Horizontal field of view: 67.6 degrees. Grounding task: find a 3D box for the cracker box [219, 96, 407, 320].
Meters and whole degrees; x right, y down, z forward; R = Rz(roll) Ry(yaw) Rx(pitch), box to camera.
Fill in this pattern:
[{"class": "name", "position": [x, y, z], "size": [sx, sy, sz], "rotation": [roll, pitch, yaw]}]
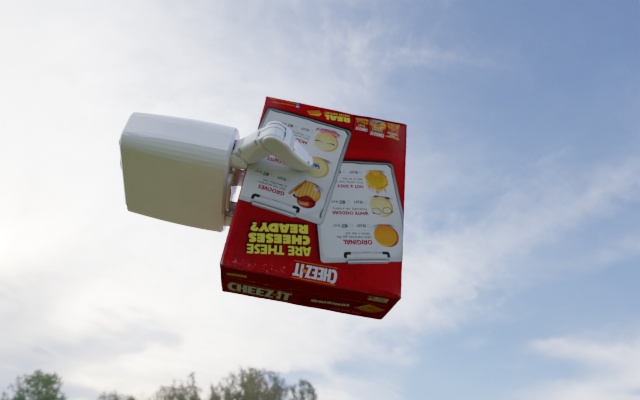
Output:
[{"class": "cracker box", "position": [0.000, 0.001, 0.498], "size": [0.164, 0.213, 0.072], "rotation": [11, -34, -3]}]
